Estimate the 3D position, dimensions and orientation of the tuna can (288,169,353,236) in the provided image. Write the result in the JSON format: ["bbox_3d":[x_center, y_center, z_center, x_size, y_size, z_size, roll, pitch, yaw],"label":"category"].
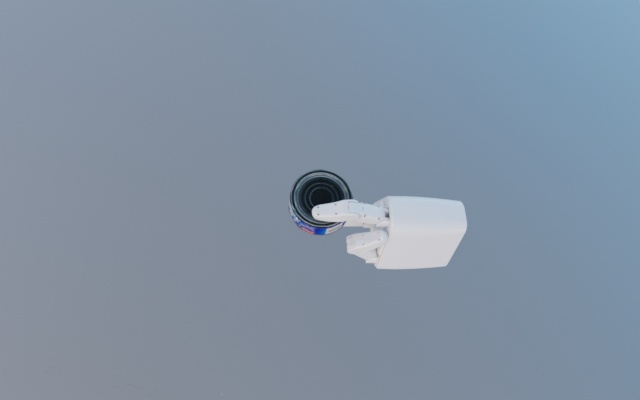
[{"bbox_3d":[0.000,0.002,0.644,0.086,0.086,0.034,0,-22,-6],"label":"tuna can"}]
